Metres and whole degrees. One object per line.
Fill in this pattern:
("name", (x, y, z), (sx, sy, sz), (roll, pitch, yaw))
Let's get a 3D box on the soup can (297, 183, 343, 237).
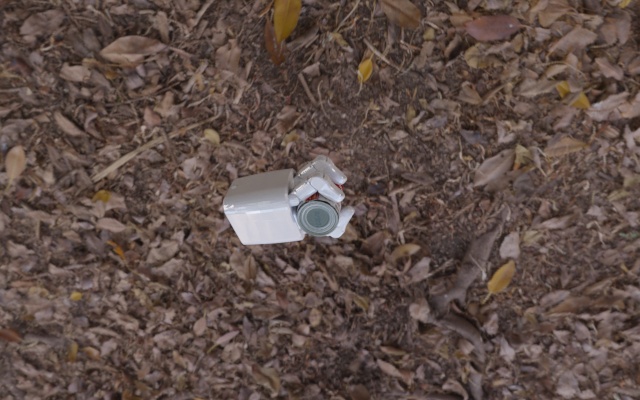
("soup can", (0.001, 0.003, 0.771), (0.068, 0.068, 0.102), (0, 31, 7))
